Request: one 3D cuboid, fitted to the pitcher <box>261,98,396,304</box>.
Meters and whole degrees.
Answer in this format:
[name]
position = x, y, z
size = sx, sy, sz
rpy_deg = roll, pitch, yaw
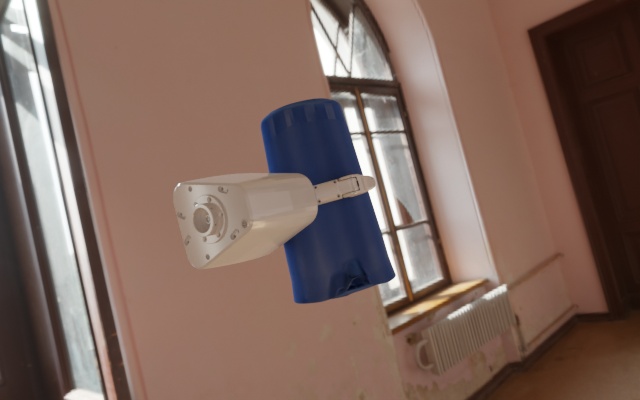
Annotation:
[pitcher]
position = 0.000, 0.002, 0.622
size = 0.149, 0.243, 0.145
rpy_deg = -16, -3, 34
